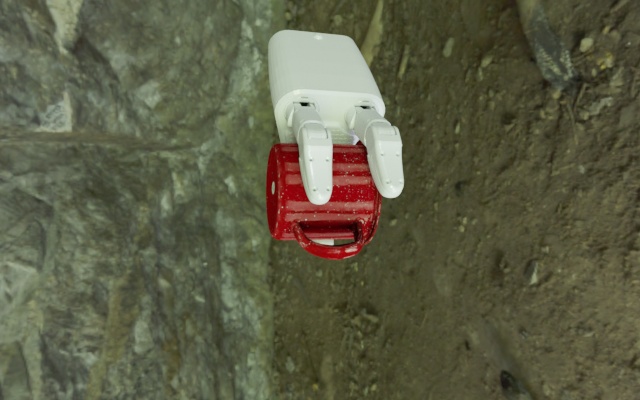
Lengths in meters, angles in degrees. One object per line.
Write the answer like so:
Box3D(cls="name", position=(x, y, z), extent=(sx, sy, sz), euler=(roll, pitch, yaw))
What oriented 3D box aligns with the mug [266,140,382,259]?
Box3D(cls="mug", position=(0.000, 0.002, 0.400), extent=(0.081, 0.117, 0.093), euler=(0, -43, -14))
